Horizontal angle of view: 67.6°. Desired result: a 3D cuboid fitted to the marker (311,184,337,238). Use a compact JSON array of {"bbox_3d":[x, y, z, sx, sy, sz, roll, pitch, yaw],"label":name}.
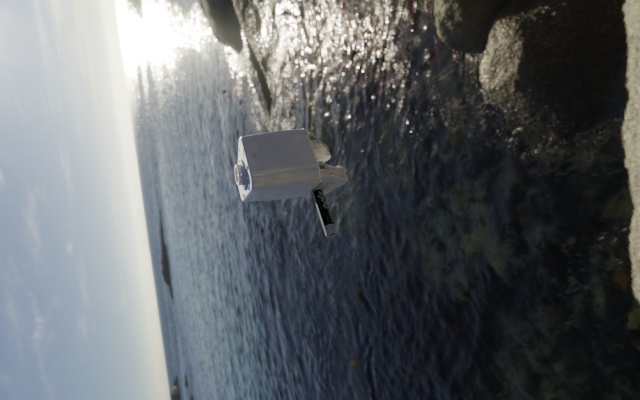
[{"bbox_3d":[0.000,0.003,0.767,0.020,0.121,0.020,-15,-26,-7],"label":"marker"}]
